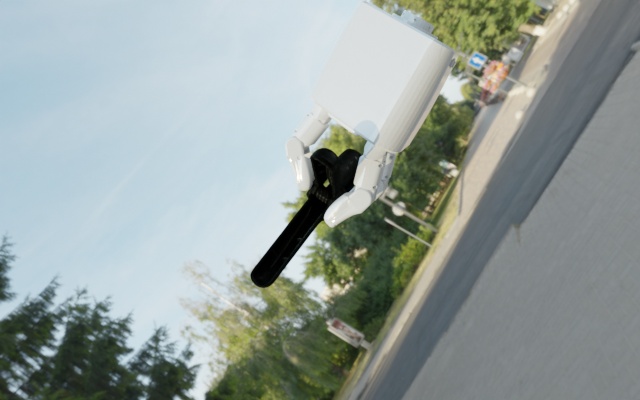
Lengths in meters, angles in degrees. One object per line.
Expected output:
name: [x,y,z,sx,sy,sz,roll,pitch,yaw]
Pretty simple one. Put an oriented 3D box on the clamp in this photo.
clamp: [0.000,0.001,0.527,0.036,0.165,0.210,35,22,8]
